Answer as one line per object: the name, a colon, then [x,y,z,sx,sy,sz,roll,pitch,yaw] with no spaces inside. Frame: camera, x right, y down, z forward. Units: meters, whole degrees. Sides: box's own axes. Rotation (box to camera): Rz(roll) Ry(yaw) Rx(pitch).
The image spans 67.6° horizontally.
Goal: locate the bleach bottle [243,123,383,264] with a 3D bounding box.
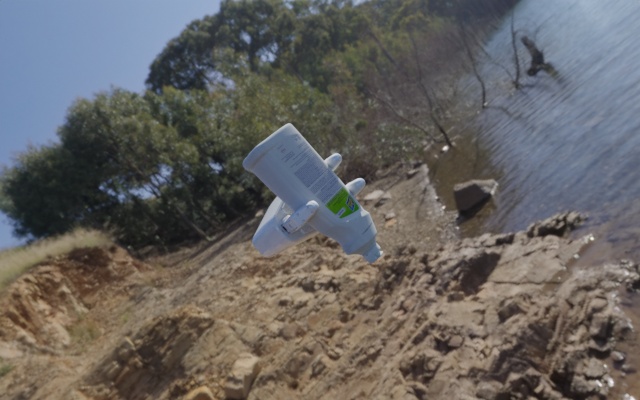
bleach bottle: [0.000,0.002,0.744,0.102,0.251,0.068,-45,4,-39]
